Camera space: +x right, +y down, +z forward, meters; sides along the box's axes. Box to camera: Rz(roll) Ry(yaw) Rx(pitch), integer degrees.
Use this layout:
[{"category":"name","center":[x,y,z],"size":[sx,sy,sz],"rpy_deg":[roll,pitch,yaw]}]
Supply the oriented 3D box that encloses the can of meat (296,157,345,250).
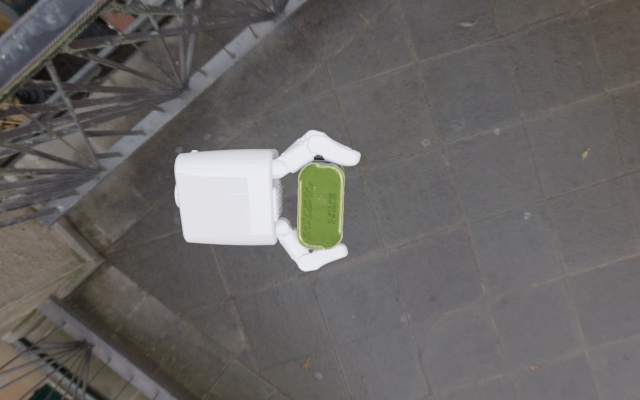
[{"category":"can of meat","center":[0.000,0.002,0.559],"size":[0.057,0.102,0.084],"rpy_deg":[2,7,0]}]
